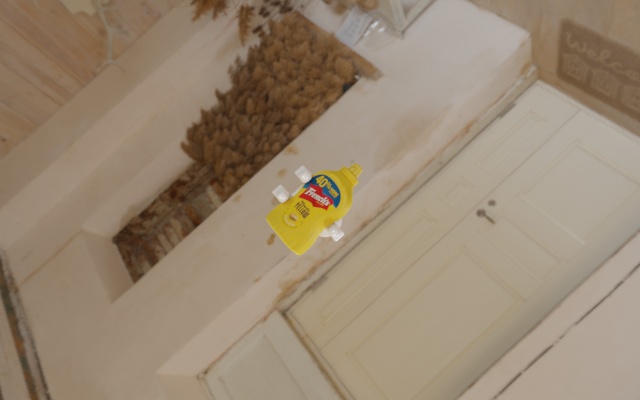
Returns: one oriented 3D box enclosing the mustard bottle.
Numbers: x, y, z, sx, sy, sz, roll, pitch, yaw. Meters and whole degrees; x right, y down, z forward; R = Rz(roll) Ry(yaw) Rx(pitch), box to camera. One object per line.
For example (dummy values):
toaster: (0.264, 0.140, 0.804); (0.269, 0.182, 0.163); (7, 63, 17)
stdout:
mustard bottle: (0.000, 0.003, 0.863); (0.096, 0.191, 0.058); (48, -1, 29)
